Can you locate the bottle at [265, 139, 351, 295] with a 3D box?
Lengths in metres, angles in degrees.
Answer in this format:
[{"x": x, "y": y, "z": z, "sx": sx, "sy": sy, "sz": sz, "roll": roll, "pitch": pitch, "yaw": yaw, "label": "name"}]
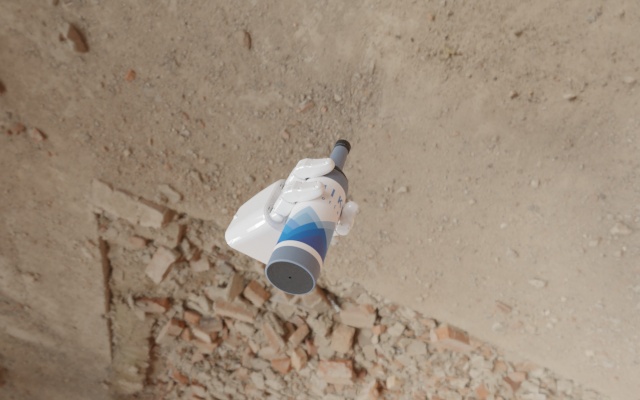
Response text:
[{"x": 0.000, "y": 0.002, "z": 0.701, "sx": 0.069, "sy": 0.069, "sz": 0.295, "roll": 0, "pitch": 40, "yaw": 20, "label": "bottle"}]
